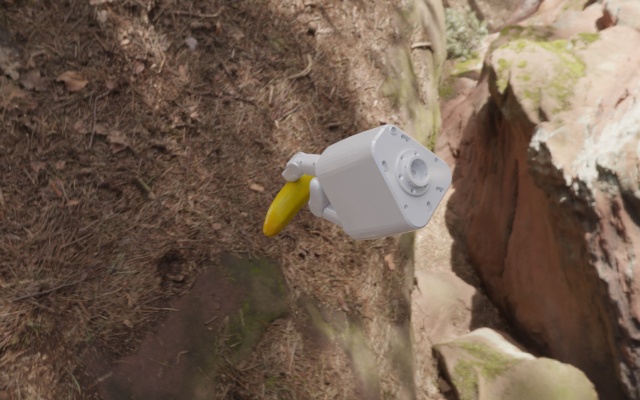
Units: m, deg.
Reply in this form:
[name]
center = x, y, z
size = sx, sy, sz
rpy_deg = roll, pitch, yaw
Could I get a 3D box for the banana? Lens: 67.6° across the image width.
[banana]
center = -0.004, -0.016, 0.663
size = 0.197, 0.069, 0.037
rpy_deg = -24, 7, -33
